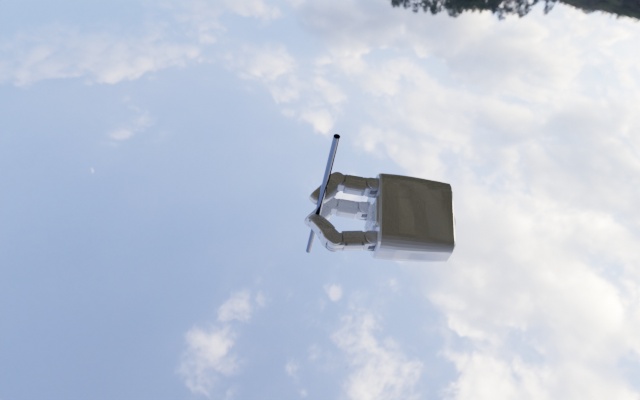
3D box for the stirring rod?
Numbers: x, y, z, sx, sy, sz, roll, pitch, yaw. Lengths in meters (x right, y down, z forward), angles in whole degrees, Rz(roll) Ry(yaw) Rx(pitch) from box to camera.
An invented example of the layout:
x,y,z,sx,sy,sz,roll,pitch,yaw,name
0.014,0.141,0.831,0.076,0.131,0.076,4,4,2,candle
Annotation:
x,y,z,sx,sy,sz,roll,pitch,yaw,name
0.000,0.002,0.625,0.011,0.011,0.240,0,-38,-11,stirring rod
